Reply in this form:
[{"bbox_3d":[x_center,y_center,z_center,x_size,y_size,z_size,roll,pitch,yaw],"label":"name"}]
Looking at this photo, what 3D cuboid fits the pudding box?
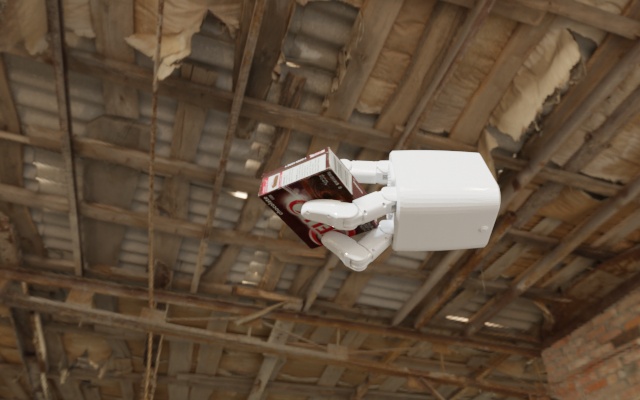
[{"bbox_3d":[0.000,0.002,0.533,0.090,0.039,0.113,-21,-49,23],"label":"pudding box"}]
